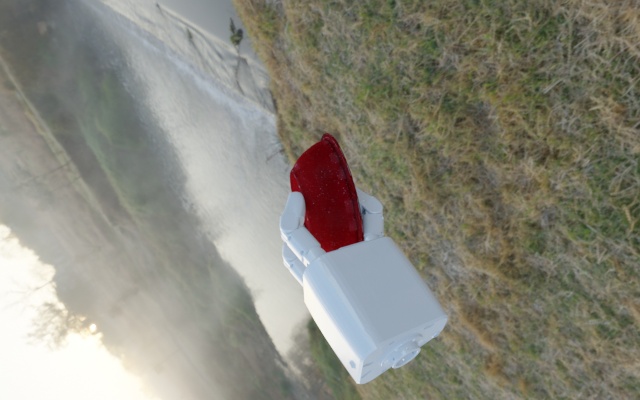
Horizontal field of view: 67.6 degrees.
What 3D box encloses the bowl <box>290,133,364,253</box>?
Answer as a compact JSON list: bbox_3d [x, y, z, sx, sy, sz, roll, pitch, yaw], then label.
[{"bbox_3d":[-0.001,0.001,0.586,0.055,0.162,0.162,-14,2,-10],"label":"bowl"}]
